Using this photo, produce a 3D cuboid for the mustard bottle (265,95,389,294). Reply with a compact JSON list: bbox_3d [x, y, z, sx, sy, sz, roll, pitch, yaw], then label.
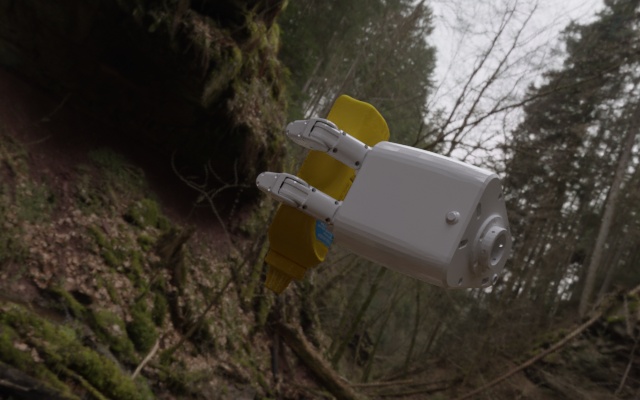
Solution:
[{"bbox_3d":[0.000,0.001,0.463,0.058,0.191,0.096,26,-8,18],"label":"mustard bottle"}]
